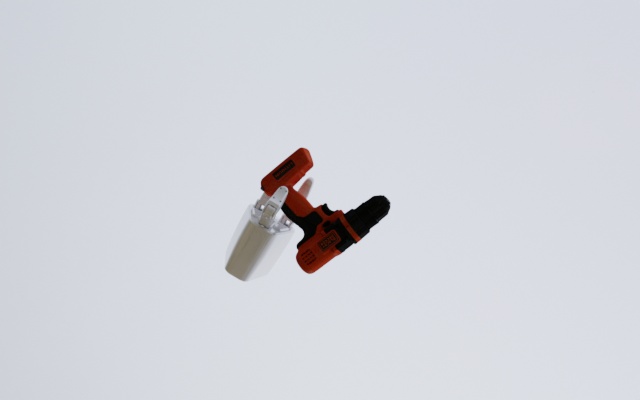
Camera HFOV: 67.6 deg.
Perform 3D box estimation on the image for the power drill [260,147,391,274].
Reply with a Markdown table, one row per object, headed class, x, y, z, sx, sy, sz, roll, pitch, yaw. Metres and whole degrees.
| class | x | y | z | sx | sy | sz | roll | pitch | yaw |
| --- | --- | --- | --- | --- | --- | --- | --- | --- | --- |
| power drill | 0.000 | 0.002 | 0.808 | 0.184 | 0.187 | 0.057 | -38 | -19 | 4 |
